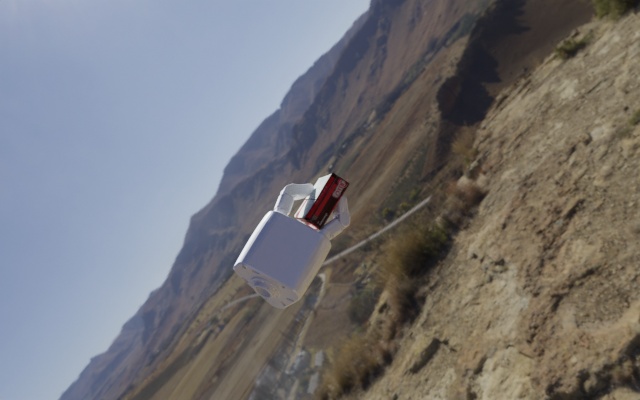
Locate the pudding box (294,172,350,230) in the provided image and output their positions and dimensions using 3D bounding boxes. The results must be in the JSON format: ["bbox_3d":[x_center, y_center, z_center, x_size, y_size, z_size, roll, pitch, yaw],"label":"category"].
[{"bbox_3d":[0.000,0.003,0.802,0.039,0.090,0.113,34,-8,-10],"label":"pudding box"}]
